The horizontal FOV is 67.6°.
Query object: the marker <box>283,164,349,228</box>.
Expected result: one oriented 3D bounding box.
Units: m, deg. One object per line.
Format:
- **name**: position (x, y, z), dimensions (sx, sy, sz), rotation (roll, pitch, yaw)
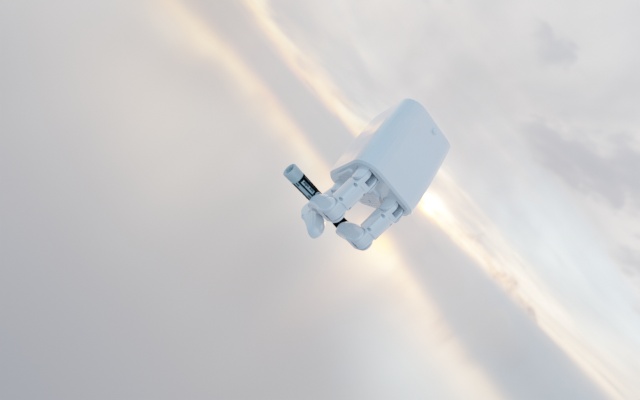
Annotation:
- **marker**: position (0.000, 0.002, 0.583), dimensions (0.020, 0.020, 0.121), rotation (0, -39, 52)
